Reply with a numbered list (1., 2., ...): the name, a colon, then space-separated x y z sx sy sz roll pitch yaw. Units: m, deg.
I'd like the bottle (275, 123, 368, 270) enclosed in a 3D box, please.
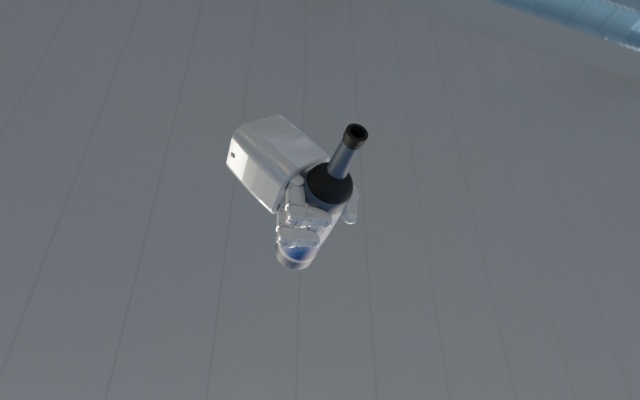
1. bottle: 0.000 0.002 0.667 0.069 0.069 0.296 0 -34 -20
